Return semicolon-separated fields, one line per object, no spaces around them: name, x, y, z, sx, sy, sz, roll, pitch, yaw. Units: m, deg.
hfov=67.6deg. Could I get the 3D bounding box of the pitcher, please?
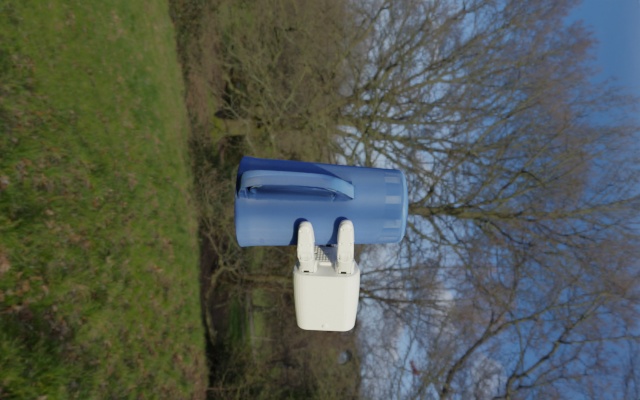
pitcher;0.000;0.002;0.690;0.243;0.145;0.149;1;26;2
